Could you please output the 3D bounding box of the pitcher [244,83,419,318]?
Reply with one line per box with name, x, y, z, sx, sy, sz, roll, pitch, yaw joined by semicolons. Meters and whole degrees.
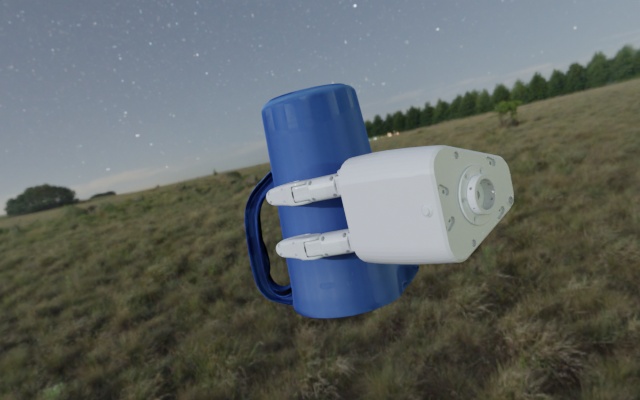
pitcher;0.000;0.002;0.542;0.149;0.243;0.145;-16;7;-35
